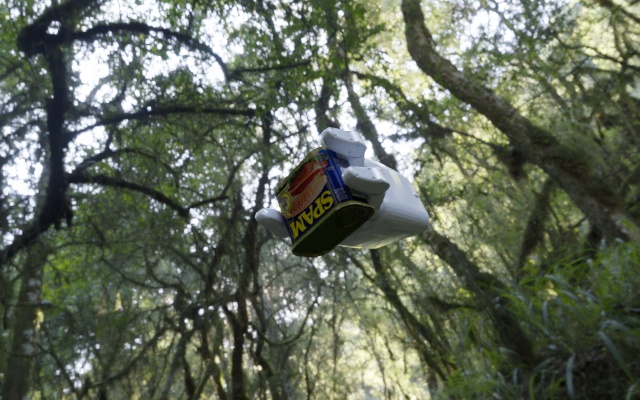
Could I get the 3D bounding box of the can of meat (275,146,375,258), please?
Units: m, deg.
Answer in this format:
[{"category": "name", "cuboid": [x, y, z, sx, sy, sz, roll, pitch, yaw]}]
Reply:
[{"category": "can of meat", "cuboid": [0.000, 0.002, 0.537, 0.057, 0.084, 0.102, 12, -44, -44]}]
